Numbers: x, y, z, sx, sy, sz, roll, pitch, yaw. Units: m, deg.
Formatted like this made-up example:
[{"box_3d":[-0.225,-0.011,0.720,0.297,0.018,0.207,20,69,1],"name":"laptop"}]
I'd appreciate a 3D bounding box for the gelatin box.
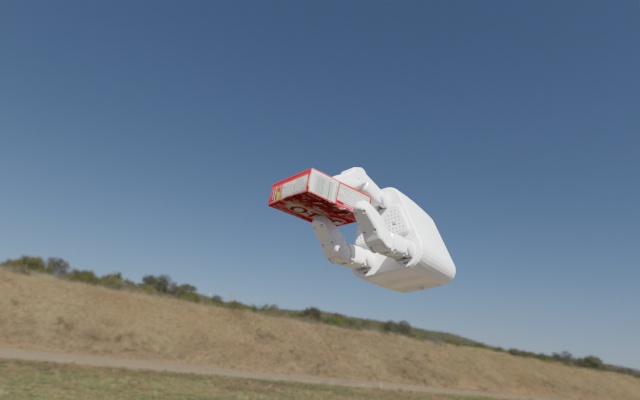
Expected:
[{"box_3d":[0.000,0.001,0.524,0.089,0.030,0.073,24,-26,-33],"name":"gelatin box"}]
